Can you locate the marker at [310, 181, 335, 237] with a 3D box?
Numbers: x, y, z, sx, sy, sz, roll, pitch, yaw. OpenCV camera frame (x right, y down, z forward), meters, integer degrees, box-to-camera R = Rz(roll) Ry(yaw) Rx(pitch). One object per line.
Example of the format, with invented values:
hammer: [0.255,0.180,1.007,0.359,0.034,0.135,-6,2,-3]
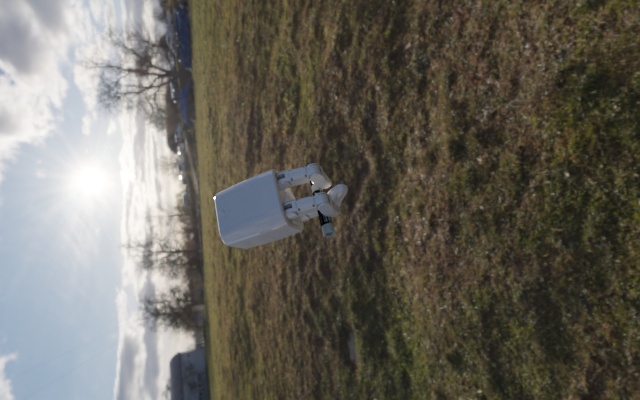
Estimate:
marker: [0.000,0.002,0.762,0.020,0.121,0.020,-11,-31,-7]
